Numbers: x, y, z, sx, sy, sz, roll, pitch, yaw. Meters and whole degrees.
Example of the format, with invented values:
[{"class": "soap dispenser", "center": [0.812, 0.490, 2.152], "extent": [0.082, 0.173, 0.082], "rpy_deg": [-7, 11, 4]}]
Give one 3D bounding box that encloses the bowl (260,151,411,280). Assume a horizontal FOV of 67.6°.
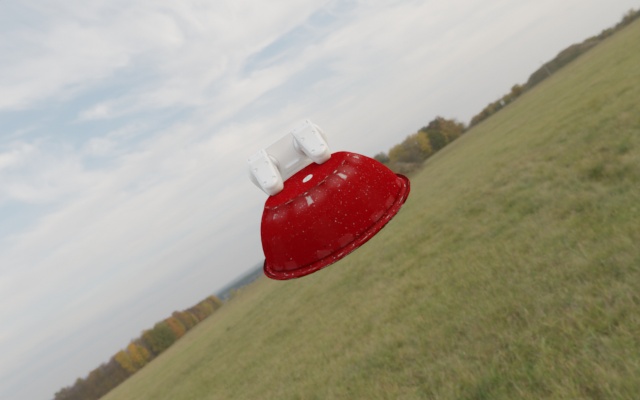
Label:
[{"class": "bowl", "center": [0.000, 0.001, 0.445], "extent": [0.162, 0.055, 0.162], "rpy_deg": [-30, 16, 10]}]
